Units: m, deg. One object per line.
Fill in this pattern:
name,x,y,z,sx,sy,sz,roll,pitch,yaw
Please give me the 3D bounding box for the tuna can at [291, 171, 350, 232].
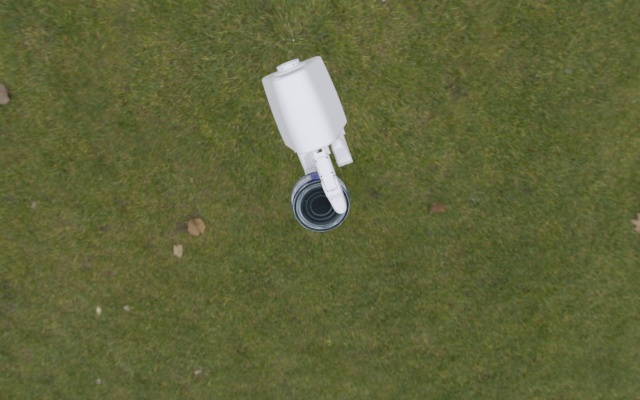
tuna can,0.000,0.003,0.704,0.086,0.086,0.033,0,24,-5
